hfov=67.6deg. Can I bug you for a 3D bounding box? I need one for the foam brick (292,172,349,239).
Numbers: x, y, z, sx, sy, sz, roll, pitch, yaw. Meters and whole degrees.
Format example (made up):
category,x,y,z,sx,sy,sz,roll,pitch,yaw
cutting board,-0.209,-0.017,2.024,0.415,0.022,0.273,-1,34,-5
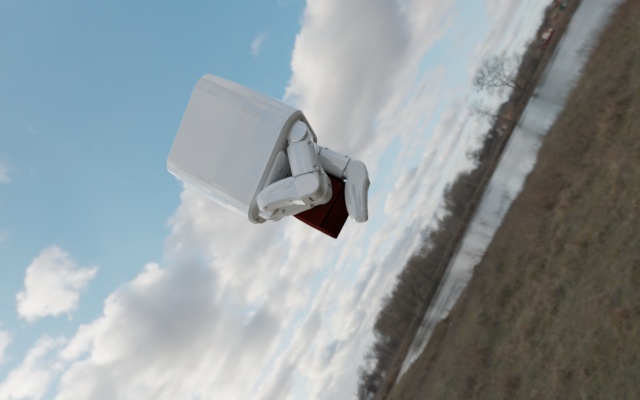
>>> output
category,x,y,z,sx,sy,sz,roll,pitch,yaw
foam brick,0.000,0.002,0.498,0.051,0.053,0.078,26,-7,16
